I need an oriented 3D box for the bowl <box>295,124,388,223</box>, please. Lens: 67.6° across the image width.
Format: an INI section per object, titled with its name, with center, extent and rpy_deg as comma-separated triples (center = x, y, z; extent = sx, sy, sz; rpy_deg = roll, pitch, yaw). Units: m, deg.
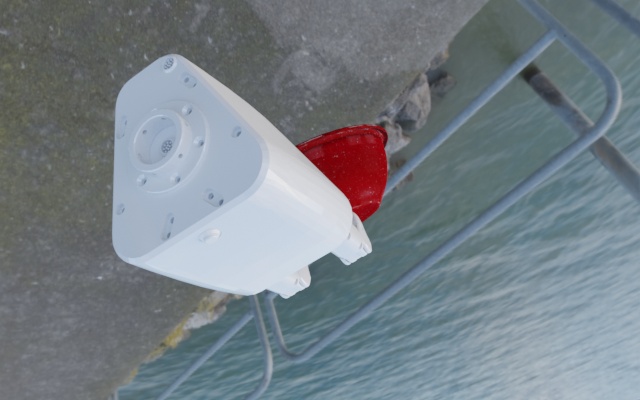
[bowl]
center = 0.001, 0.002, 0.425
extent = 0.162, 0.055, 0.162
rpy_deg = -26, -15, -7
